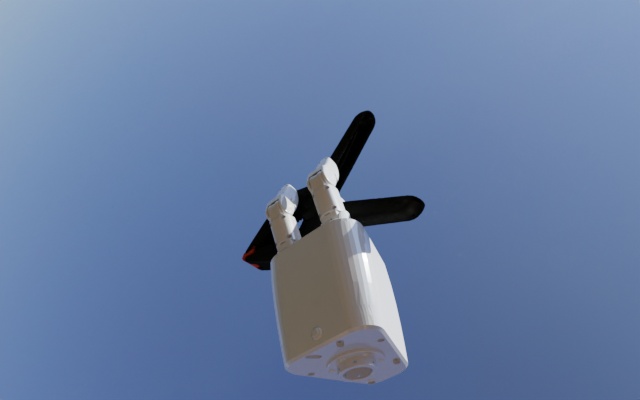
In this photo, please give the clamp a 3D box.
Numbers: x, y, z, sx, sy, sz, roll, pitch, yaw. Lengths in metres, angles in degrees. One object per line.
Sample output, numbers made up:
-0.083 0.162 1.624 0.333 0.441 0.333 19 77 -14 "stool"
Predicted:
0.000 0.003 0.511 0.210 0.164 0.036 -33 -50 23 "clamp"
